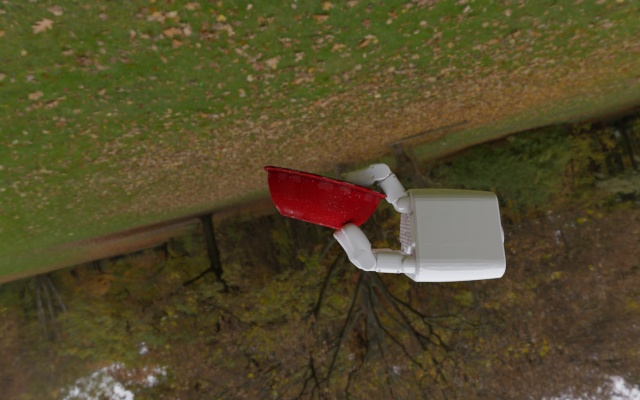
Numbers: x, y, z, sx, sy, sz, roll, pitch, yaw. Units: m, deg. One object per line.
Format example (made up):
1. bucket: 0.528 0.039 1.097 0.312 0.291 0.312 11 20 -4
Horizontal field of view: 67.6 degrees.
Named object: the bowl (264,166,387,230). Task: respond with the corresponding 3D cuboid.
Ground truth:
1. bowl: -0.001 0.002 0.607 0.162 0.055 0.162 14 -2 0
